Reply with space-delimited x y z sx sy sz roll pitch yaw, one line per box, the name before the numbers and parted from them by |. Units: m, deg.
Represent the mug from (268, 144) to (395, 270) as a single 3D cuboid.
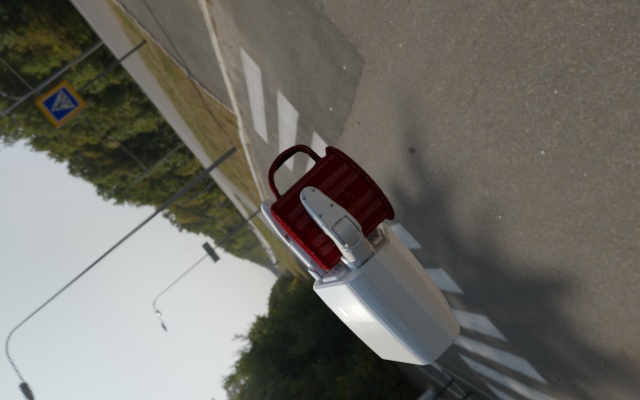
mug | -0.001 0.001 0.445 0.081 0.117 0.093 -43 3 -7
